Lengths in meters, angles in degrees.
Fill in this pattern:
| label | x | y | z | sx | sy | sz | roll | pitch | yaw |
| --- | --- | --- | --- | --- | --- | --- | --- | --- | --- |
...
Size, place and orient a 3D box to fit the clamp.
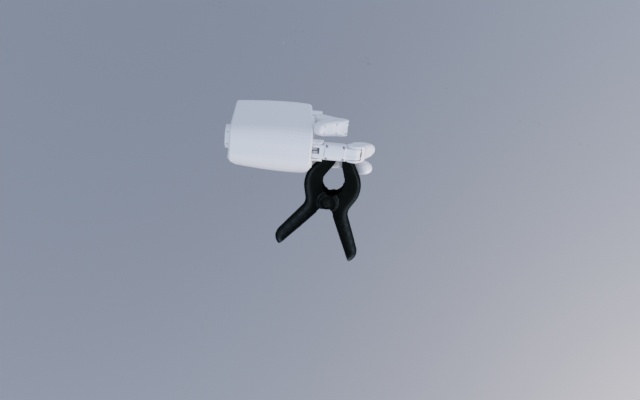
| label | x | y | z | sx | sy | sz | roll | pitch | yaw |
| --- | --- | --- | --- | --- | --- | --- | --- | --- | --- |
| clamp | 0.000 | 0.002 | 0.675 | 0.120 | 0.171 | 0.039 | 5 | 18 | -5 |
